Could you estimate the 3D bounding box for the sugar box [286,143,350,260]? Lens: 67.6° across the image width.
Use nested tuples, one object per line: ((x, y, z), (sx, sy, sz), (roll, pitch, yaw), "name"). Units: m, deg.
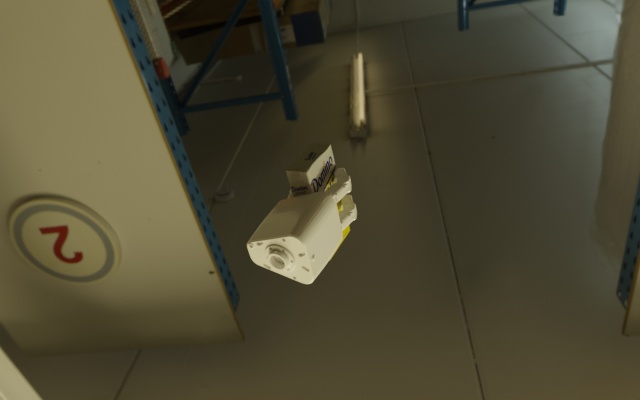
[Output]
((0.001, 0.003, 0.801), (0.048, 0.176, 0.093), (6, 36, 27), "sugar box")
